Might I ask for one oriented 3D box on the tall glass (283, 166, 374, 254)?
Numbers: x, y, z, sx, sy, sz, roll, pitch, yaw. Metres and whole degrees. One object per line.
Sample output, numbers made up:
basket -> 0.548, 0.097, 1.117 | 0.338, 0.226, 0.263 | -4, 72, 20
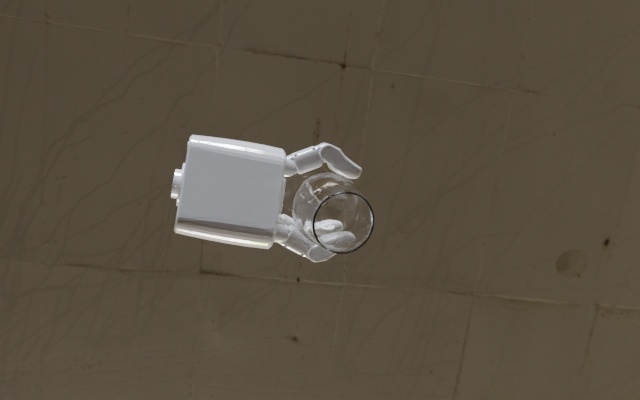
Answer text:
tall glass -> 0.000, 0.002, 0.549 | 0.079, 0.079, 0.201 | 0, 12, -14
